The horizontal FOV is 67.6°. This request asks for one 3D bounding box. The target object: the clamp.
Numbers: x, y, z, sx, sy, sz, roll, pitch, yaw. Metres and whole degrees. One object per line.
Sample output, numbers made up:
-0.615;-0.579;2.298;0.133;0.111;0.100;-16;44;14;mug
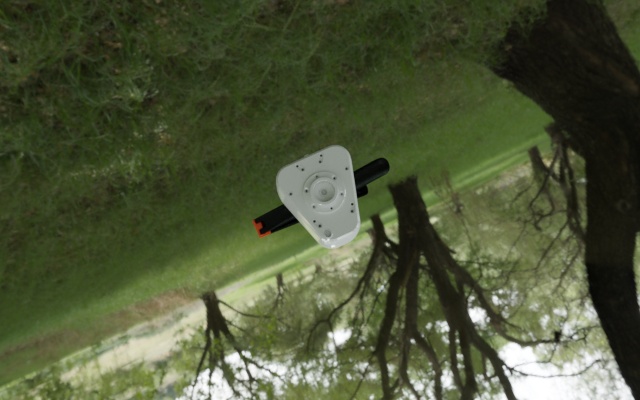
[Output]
0.000;0.003;0.730;0.210;0.036;0.164;-25;-9;-3;clamp
